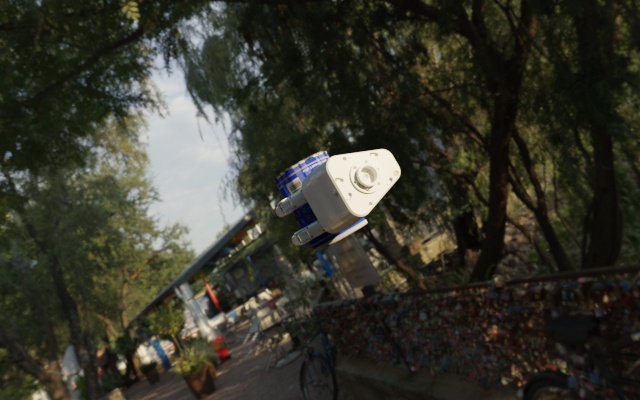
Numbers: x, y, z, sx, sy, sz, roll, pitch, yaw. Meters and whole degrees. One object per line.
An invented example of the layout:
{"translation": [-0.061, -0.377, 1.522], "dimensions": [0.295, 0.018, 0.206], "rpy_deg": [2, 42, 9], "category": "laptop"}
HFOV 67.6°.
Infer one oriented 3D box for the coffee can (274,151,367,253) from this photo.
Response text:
{"translation": [0.000, 0.003, 0.804], "dimensions": [0.103, 0.140, 0.103], "rpy_deg": [-30, -3, -2], "category": "coffee can"}
